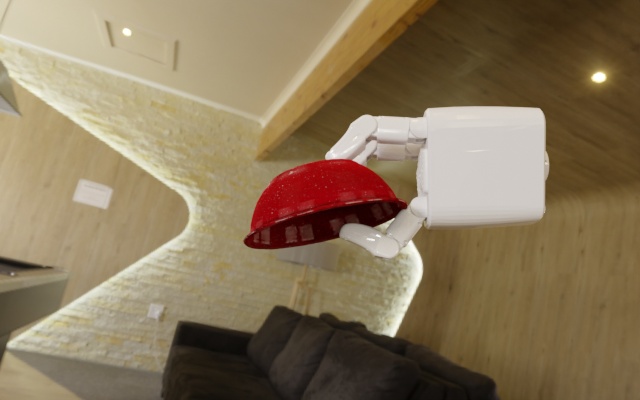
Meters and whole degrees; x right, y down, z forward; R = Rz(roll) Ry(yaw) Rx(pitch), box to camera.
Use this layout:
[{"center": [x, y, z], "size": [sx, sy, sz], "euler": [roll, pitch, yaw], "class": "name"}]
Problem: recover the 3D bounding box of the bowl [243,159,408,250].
[{"center": [-0.001, 0.001, 0.468], "size": [0.162, 0.055, 0.162], "euler": [-13, -14, -3], "class": "bowl"}]
